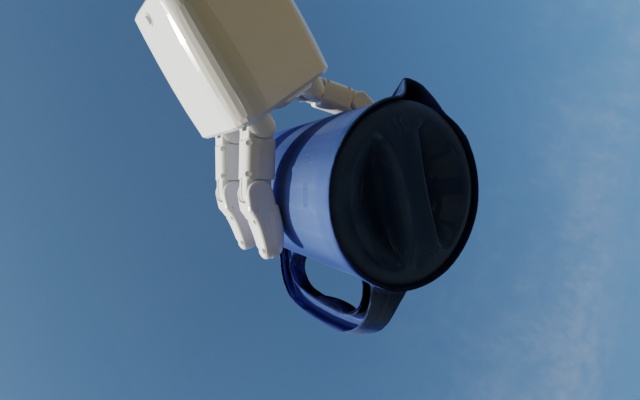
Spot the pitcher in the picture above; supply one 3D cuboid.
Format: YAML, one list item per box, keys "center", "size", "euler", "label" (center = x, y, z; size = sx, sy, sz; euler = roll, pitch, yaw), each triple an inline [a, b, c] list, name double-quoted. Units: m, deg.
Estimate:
- center: [0.000, 0.001, 0.418]
  size: [0.149, 0.145, 0.243]
  euler: [-40, 21, -24]
  label: "pitcher"
